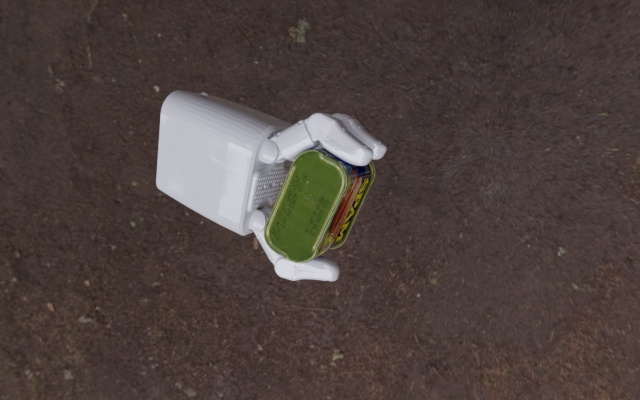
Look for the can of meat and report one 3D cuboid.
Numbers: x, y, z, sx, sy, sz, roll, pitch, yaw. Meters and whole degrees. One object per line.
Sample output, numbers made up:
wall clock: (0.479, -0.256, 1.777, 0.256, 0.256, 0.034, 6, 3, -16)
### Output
can of meat: (0.000, 0.002, 0.433, 0.057, 0.102, 0.084, 28, 15, 15)
